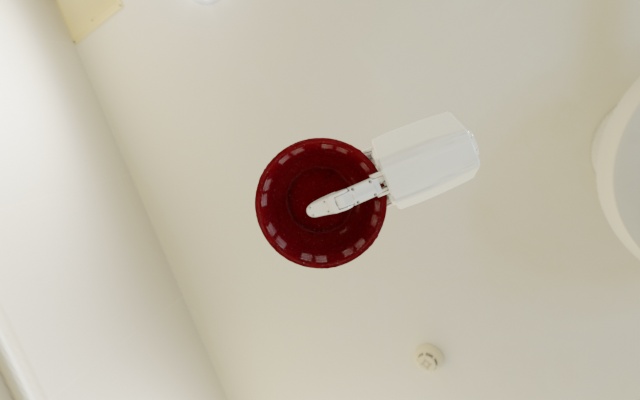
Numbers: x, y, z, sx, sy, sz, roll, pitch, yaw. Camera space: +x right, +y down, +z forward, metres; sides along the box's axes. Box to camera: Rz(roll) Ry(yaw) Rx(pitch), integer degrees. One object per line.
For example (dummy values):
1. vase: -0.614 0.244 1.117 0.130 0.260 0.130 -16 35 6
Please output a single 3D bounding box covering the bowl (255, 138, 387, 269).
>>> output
1. bowl: -0.001 0.002 0.608 0.162 0.162 0.055 0 6 -2
